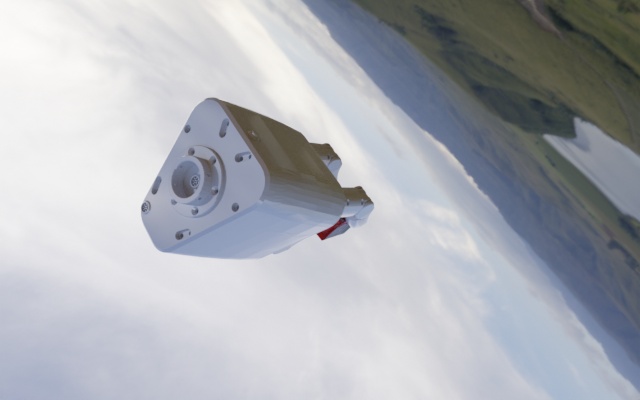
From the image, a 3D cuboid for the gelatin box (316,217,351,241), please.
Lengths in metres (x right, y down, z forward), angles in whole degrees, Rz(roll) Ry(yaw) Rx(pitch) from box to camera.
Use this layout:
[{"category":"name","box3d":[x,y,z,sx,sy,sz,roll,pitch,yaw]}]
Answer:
[{"category":"gelatin box","box3d":[0.000,0.002,0.493,0.030,0.073,0.089,-42,-10,13]}]
